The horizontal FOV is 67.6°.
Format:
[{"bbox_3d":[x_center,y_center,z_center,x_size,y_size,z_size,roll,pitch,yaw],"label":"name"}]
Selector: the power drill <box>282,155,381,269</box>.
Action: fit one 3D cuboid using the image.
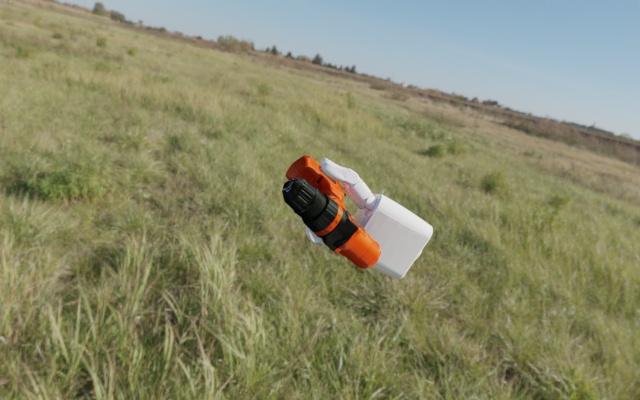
[{"bbox_3d":[0.000,0.002,0.713,0.184,0.057,0.187,44,11,-29],"label":"power drill"}]
